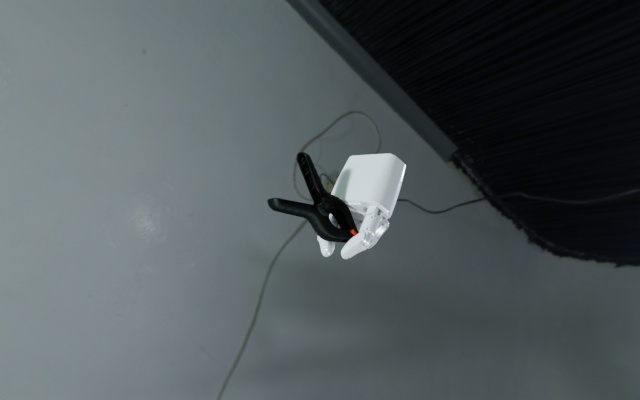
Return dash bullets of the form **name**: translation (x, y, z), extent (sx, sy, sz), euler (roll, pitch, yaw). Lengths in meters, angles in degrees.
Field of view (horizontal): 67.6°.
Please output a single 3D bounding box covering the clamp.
- **clamp**: translation (0.001, 0.003, 0.786), extent (0.171, 0.120, 0.039), euler (37, -28, -26)
